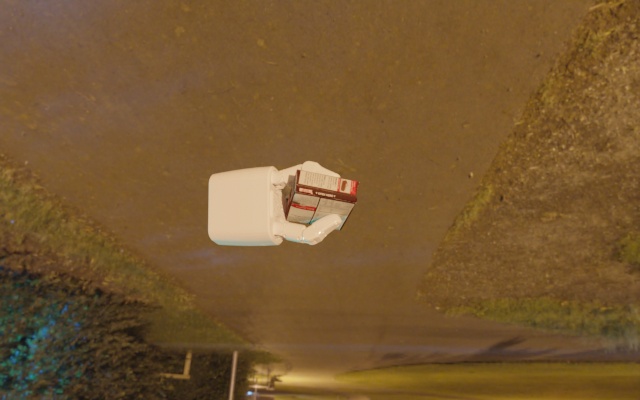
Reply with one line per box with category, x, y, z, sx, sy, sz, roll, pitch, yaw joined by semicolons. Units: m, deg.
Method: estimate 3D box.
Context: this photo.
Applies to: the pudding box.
pudding box;0.000;0.002;0.695;0.090;0.039;0.113;10;-23;-6
